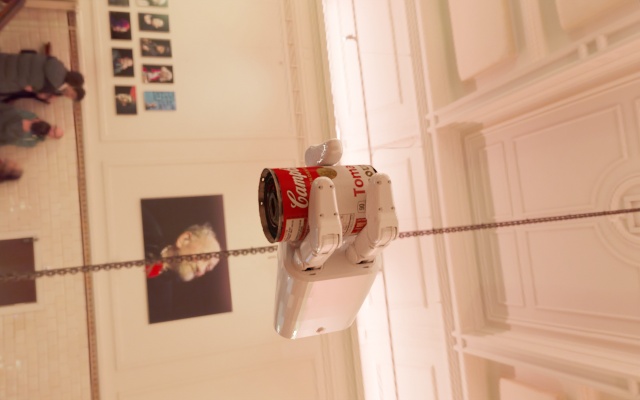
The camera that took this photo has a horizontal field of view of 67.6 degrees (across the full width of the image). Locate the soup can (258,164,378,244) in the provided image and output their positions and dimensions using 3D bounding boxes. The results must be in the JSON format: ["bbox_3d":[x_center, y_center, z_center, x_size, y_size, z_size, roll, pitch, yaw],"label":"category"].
[{"bbox_3d":[0.000,0.001,0.443,0.102,0.068,0.068,-4,1,-21],"label":"soup can"}]
